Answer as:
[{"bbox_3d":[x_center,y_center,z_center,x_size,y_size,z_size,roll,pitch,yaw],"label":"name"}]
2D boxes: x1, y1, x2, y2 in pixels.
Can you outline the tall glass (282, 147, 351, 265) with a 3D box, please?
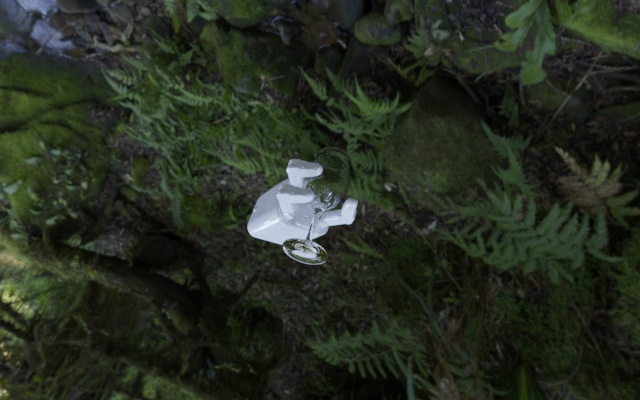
[{"bbox_3d":[0.000,0.003,0.802,0.079,0.201,0.079,12,-34,9],"label":"tall glass"}]
